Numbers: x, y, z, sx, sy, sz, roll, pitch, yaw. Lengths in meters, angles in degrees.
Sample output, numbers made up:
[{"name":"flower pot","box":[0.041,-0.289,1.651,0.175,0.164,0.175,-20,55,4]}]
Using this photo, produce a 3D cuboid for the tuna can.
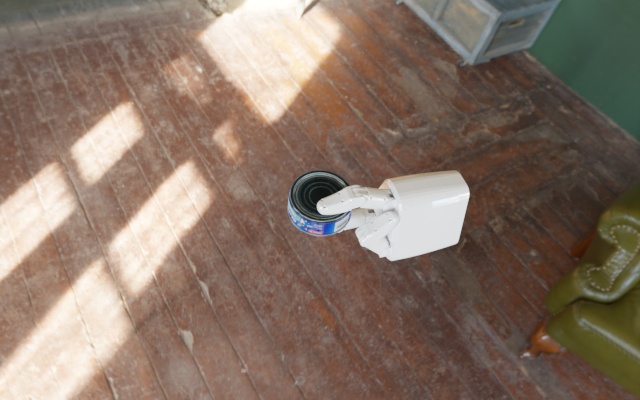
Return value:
[{"name":"tuna can","box":[0.000,0.002,0.622,0.086,0.086,0.034,0,-35,-6]}]
